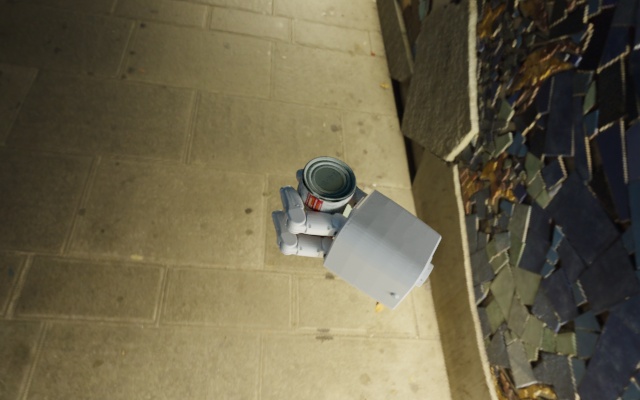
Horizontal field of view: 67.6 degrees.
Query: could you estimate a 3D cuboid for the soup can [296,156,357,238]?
[{"bbox_3d":[0.000,0.001,0.599,0.068,0.068,0.102,0,-34,-15],"label":"soup can"}]
